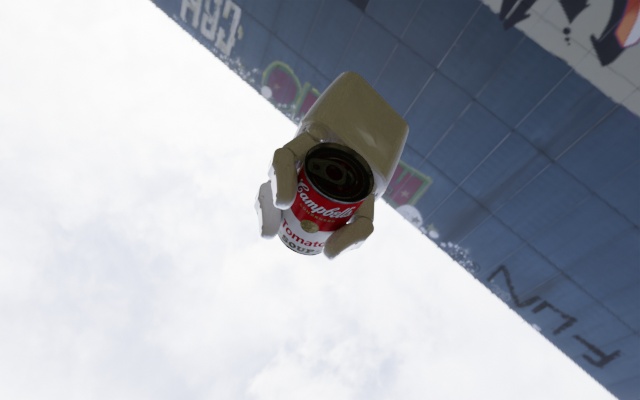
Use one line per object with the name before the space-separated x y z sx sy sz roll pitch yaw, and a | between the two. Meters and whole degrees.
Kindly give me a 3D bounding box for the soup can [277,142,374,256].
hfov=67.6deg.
soup can | 0.000 0.002 0.465 0.068 0.068 0.102 0 -34 -24
